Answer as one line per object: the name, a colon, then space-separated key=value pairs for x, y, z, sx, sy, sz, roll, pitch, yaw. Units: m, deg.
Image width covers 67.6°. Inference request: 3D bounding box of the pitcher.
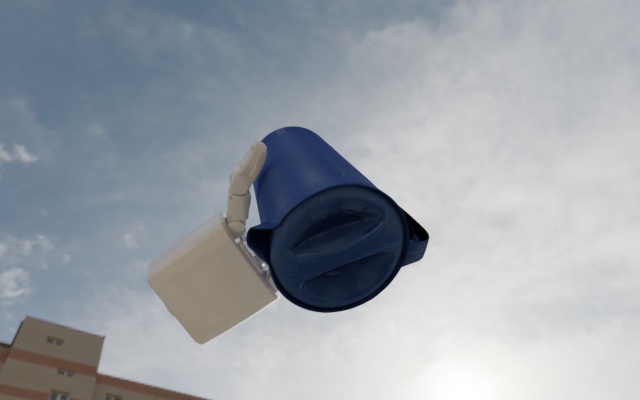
pitcher: x=0.000 y=0.002 z=0.532 sx=0.145 sy=0.149 sz=0.242 roll=-36 pitch=29 yaw=3
